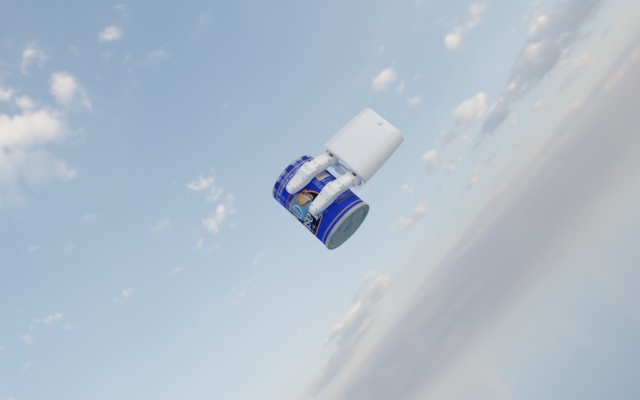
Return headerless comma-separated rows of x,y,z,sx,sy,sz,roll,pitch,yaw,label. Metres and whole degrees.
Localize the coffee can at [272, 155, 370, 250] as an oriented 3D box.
0.000,0.003,0.836,0.140,0.103,0.103,42,17,20,coffee can
